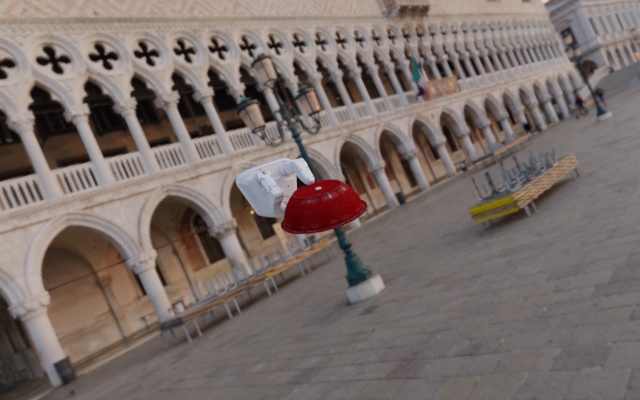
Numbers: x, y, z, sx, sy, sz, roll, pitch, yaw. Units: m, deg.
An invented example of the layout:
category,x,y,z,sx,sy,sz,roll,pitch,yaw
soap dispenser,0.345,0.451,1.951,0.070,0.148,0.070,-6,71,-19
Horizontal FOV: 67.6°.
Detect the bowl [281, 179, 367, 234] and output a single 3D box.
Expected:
category,x,y,z,sx,sy,sz,roll,pitch,yaw
bowl,0.001,0.002,0.861,0.162,0.055,0.162,-13,18,4
